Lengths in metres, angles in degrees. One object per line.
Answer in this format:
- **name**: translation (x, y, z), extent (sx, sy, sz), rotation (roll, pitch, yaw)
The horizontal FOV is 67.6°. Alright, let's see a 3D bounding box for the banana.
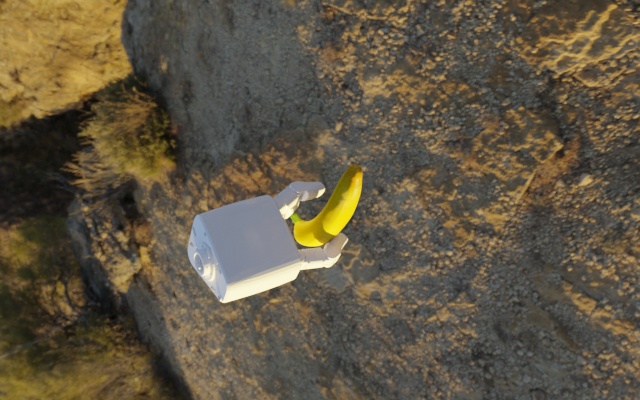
- **banana**: translation (0.005, 0.020, 0.659), extent (0.037, 0.069, 0.198), rotation (-13, -14, -34)
